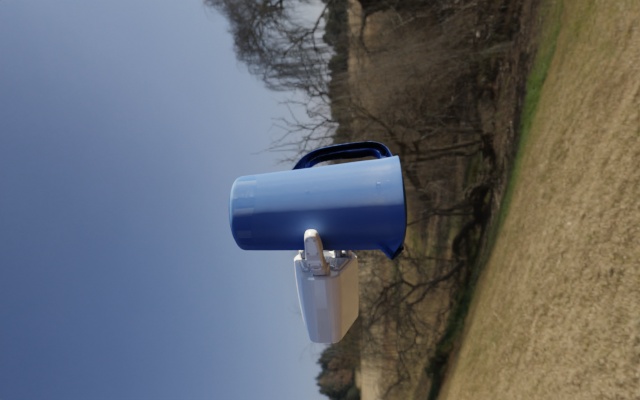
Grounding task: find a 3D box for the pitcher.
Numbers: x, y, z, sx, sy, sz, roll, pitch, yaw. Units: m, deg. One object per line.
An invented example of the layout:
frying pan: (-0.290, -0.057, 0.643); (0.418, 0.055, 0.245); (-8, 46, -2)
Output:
pitcher: (0.000, 0.002, 0.686); (0.243, 0.145, 0.149); (-4, 16, 6)
